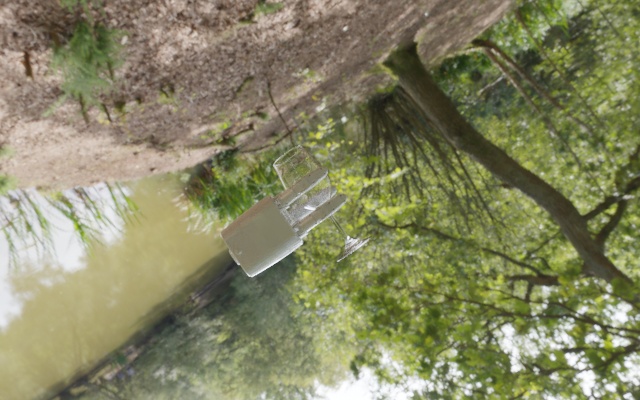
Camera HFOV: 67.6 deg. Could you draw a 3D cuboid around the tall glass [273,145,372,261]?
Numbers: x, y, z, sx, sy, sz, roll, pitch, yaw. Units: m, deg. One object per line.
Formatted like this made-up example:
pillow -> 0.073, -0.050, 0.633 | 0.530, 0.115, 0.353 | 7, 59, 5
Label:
tall glass -> 0.001, 0.003, 0.825 | 0.079, 0.201, 0.079 | -35, -4, -3
